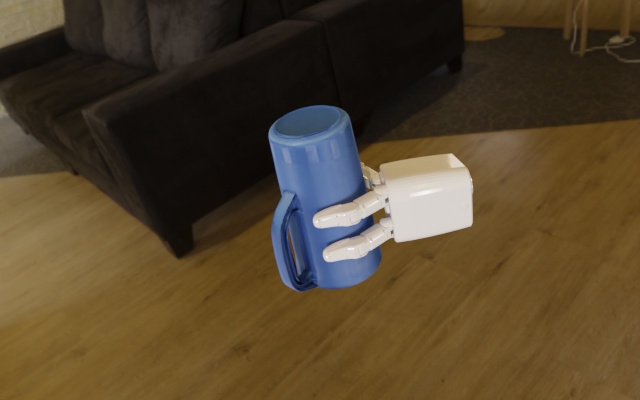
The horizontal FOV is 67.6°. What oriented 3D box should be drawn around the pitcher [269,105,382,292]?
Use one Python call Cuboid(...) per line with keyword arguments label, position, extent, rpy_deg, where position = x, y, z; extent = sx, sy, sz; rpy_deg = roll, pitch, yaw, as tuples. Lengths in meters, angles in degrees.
Cuboid(label="pitcher", position=(0.000, 0.002, 0.668), extent=(0.145, 0.243, 0.149), rpy_deg=(-11, 33, 4))
